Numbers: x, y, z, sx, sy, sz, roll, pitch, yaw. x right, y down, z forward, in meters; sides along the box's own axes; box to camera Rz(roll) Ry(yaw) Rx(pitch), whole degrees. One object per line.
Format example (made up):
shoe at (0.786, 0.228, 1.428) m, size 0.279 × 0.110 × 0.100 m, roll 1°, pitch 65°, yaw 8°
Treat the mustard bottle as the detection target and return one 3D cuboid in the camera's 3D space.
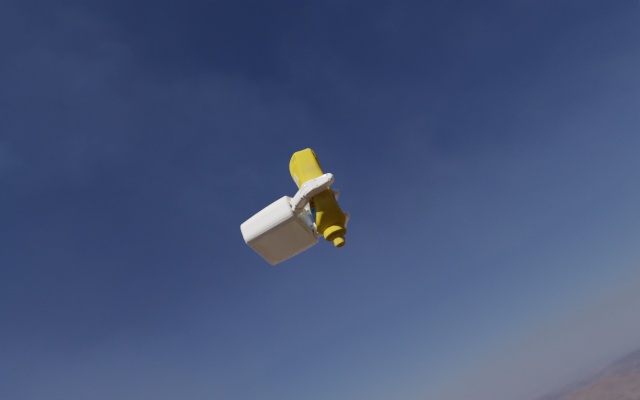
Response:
mustard bottle at (0.000, 0.003, 0.886) m, size 0.058 × 0.191 × 0.096 m, roll -19°, pitch -29°, yaw -11°
